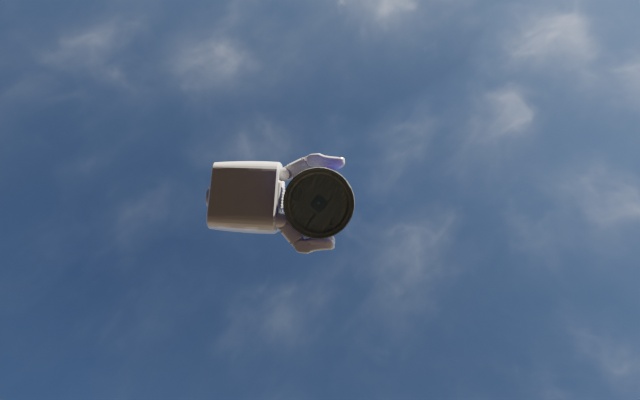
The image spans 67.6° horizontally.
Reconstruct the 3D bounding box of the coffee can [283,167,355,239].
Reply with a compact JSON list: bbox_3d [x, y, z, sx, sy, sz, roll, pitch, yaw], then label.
[{"bbox_3d":[0.000,0.002,0.748,0.103,0.103,0.140,0,1,2],"label":"coffee can"}]
